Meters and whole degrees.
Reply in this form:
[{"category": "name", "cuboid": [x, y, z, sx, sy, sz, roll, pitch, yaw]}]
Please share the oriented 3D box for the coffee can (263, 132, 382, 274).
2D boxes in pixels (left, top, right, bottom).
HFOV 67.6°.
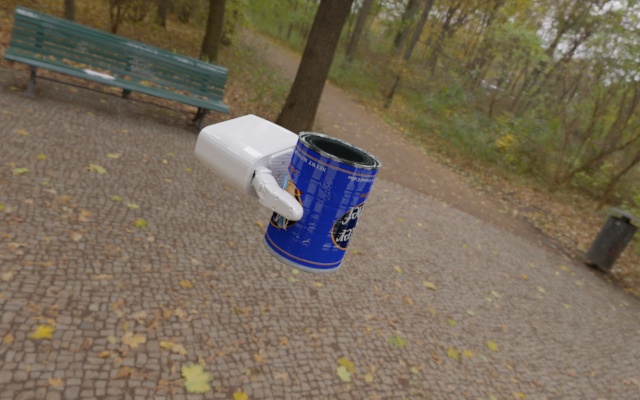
[{"category": "coffee can", "cuboid": [0.000, 0.002, 0.574, 0.103, 0.140, 0.102, 18, 19, -6]}]
